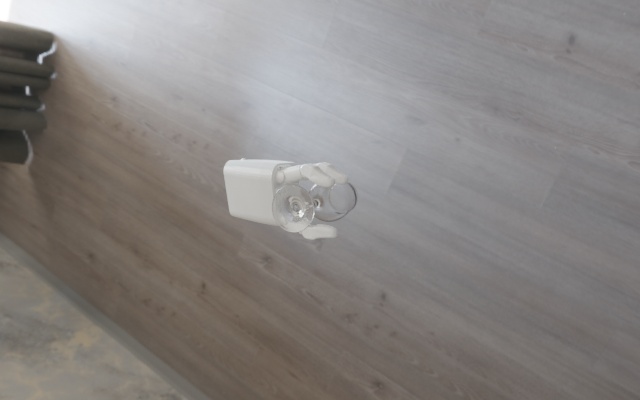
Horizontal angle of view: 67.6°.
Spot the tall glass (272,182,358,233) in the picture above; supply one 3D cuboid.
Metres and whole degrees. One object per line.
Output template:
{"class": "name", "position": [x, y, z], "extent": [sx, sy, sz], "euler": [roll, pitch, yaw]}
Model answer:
{"class": "tall glass", "position": [0.000, 0.003, 0.819], "extent": [0.079, 0.079, 0.201], "euler": [0, 6, 26]}
